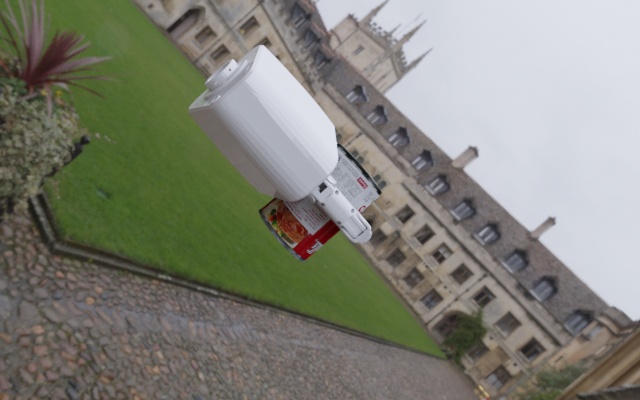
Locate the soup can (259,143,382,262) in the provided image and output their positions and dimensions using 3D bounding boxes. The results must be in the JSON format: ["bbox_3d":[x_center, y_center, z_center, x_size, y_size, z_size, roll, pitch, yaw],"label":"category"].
[{"bbox_3d":[0.001,0.002,0.465,0.102,0.068,0.068,-41,-2,2],"label":"soup can"}]
